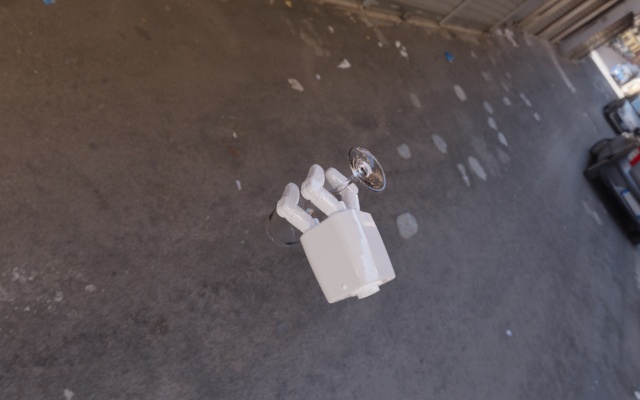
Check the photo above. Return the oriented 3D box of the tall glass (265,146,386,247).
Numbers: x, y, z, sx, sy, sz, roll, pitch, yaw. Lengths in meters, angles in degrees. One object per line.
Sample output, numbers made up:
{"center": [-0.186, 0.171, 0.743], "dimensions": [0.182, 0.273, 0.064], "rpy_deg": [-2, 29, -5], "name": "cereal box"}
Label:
{"center": [0.001, 0.002, 0.728], "dimensions": [0.201, 0.079, 0.079], "rpy_deg": [-35, -22, 35], "name": "tall glass"}
